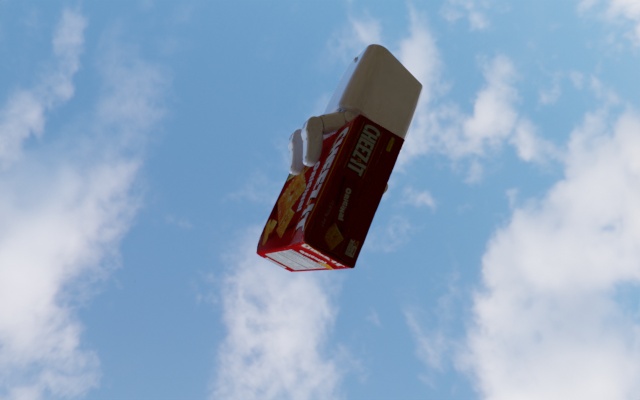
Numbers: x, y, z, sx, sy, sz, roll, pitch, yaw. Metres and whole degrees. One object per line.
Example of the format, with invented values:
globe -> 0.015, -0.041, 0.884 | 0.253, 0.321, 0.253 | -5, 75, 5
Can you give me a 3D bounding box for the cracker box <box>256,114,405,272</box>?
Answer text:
cracker box -> 0.000, 0.002, 0.608 | 0.072, 0.164, 0.214 | 28, -18, -15
